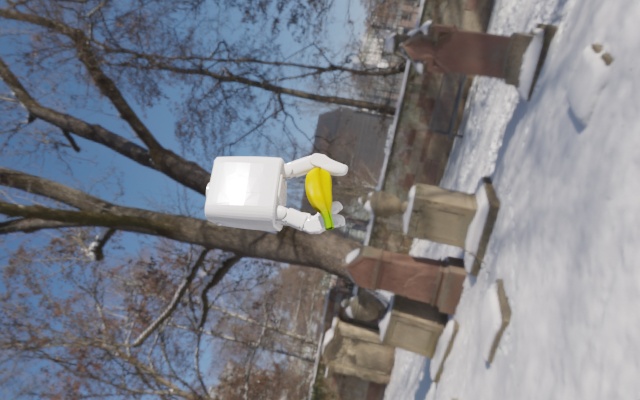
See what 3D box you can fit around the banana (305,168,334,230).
[{"bbox_3d":[-0.001,-0.015,0.704,0.037,0.070,0.197,-4,13,2],"label":"banana"}]
